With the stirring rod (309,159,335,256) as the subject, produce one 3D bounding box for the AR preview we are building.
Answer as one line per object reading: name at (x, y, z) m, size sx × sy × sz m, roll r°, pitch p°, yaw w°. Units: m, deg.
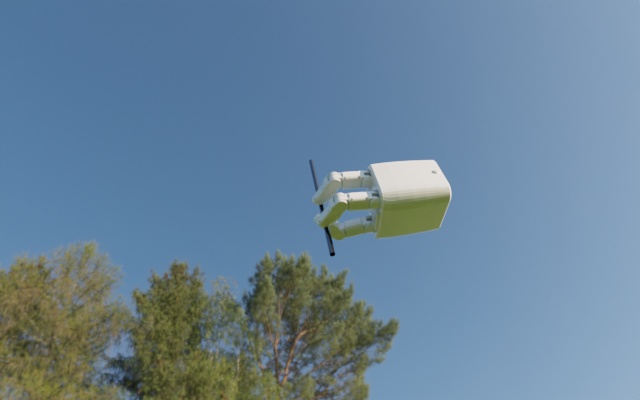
stirring rod at (0.000, 0.003, 0.759) m, size 0.011 × 0.011 × 0.239 m, roll 0°, pitch 37°, yaw -10°
